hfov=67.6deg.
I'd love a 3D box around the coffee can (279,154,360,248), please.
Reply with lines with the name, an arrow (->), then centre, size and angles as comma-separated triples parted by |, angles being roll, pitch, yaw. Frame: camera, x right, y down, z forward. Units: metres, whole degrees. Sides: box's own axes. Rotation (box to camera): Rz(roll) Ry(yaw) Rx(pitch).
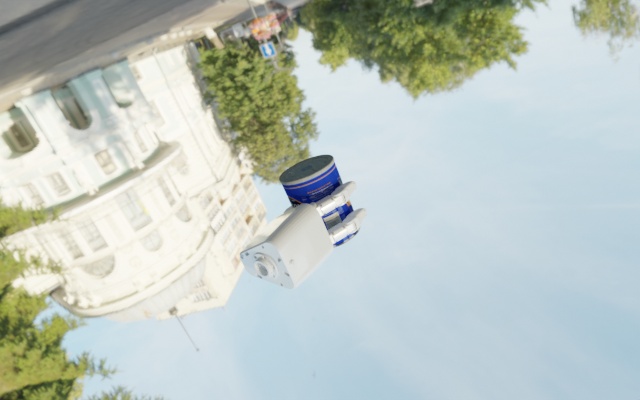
coffee can -> 0.000, 0.003, 0.853 | 0.103, 0.140, 0.102 | -20, 21, 8
